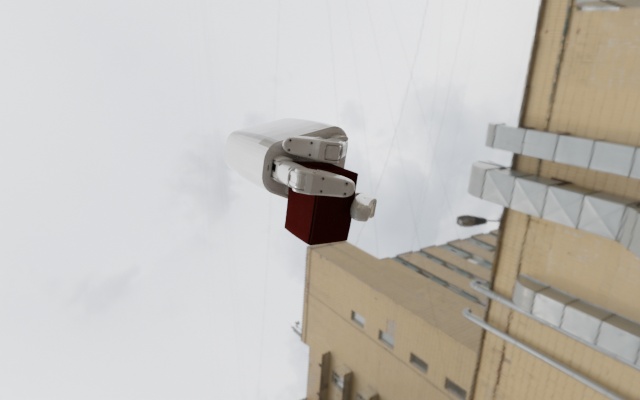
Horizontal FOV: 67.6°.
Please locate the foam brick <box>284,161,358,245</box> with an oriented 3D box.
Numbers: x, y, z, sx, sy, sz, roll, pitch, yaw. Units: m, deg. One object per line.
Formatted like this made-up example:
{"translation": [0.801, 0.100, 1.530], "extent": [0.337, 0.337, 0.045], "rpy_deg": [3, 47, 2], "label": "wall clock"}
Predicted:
{"translation": [0.000, 0.002, 0.511], "extent": [0.053, 0.078, 0.051], "rpy_deg": [-1, 16, -37], "label": "foam brick"}
